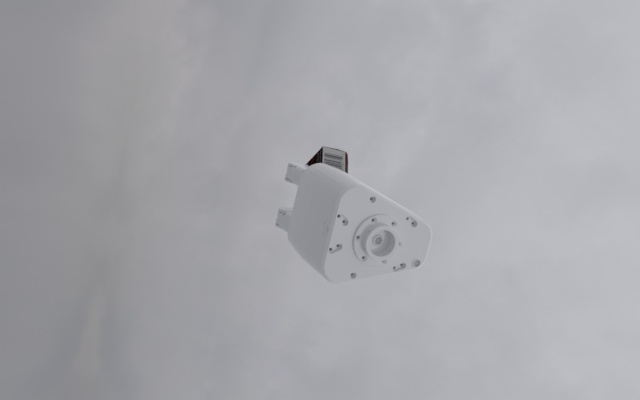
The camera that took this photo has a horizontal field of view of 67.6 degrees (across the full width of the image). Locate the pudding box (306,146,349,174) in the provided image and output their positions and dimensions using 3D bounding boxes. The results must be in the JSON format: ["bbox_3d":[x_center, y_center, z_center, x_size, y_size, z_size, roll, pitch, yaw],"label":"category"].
[{"bbox_3d":[0.000,0.002,0.594,0.039,0.113,0.090,11,-19,-19],"label":"pudding box"}]
